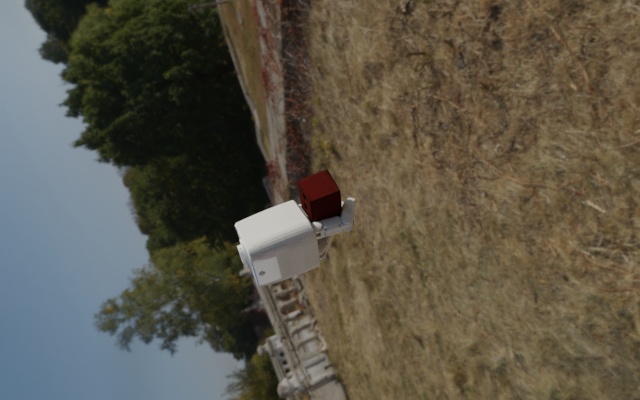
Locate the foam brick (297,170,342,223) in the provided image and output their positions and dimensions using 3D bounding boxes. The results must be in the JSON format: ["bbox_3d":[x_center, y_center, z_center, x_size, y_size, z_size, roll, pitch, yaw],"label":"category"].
[{"bbox_3d":[0.000,0.002,0.749,0.051,0.078,0.053,-20,48,-12],"label":"foam brick"}]
